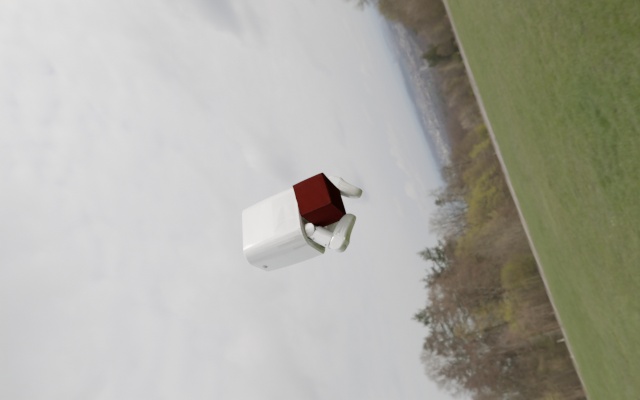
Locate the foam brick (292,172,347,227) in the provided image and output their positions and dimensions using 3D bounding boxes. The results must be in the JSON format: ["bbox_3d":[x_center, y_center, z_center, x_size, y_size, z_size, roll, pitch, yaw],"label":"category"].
[{"bbox_3d":[0.000,0.002,0.713,0.051,0.053,0.078,-21,-25,13],"label":"foam brick"}]
